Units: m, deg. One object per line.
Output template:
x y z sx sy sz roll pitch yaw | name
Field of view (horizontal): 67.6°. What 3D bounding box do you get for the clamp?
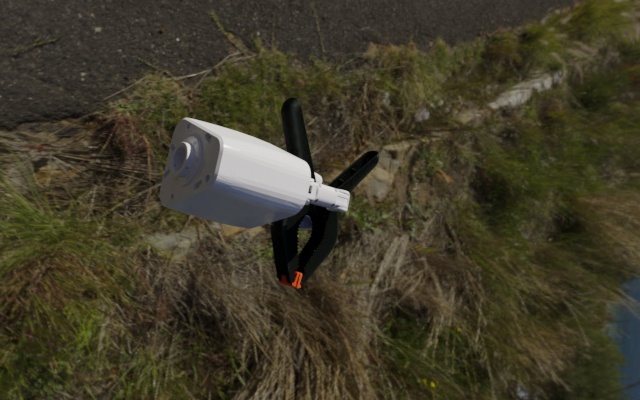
0.000 0.002 0.577 0.164 0.210 0.036 16 -7 -41 | clamp
